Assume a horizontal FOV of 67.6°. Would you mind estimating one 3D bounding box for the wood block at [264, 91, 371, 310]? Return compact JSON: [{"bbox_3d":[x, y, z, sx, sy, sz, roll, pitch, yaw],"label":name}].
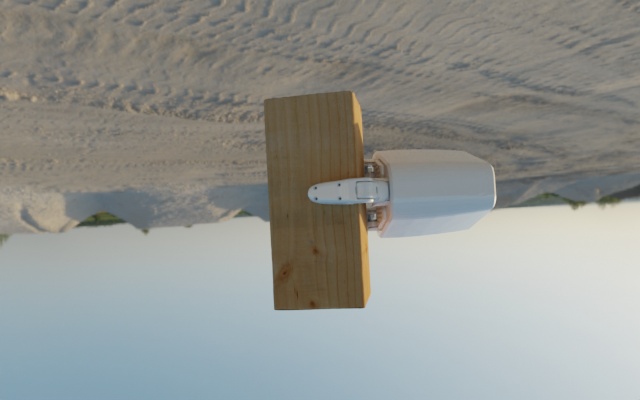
[{"bbox_3d":[0.000,0.002,0.497,0.090,0.206,0.091,-4,-2,10],"label":"wood block"}]
